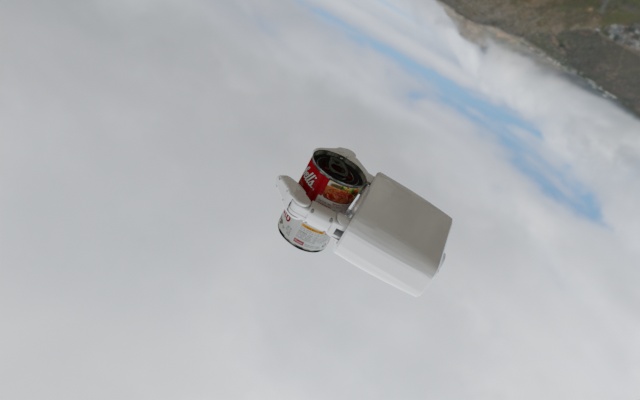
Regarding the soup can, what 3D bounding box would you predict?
[{"bbox_3d":[-0.001,0.002,0.555,0.068,0.102,0.068,22,29,-13],"label":"soup can"}]
